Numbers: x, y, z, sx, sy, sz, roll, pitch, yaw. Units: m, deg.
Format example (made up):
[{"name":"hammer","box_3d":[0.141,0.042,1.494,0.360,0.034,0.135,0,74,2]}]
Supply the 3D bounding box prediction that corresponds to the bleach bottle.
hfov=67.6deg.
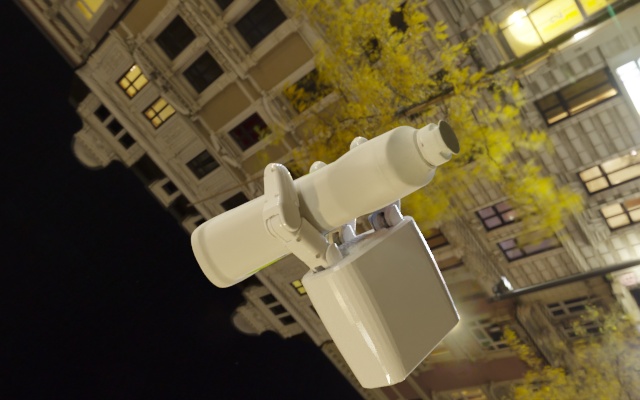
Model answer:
[{"name":"bleach bottle","box_3d":[0.000,0.001,0.417,0.251,0.068,0.102,-27,2,36]}]
